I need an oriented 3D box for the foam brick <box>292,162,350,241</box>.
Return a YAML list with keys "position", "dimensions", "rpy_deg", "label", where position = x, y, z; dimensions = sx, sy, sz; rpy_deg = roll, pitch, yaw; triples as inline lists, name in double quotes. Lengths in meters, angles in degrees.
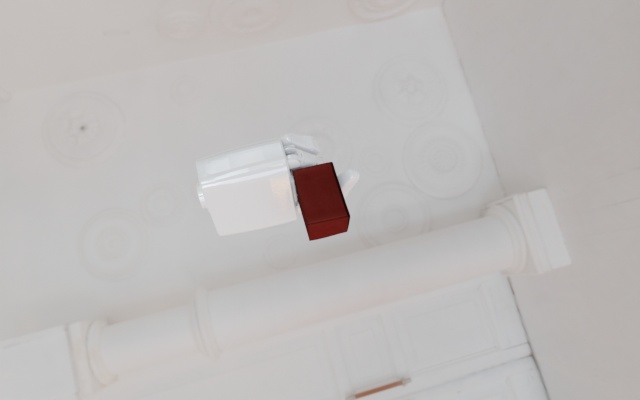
- position: [0.000, 0.002, 0.586]
  dimensions: [0.051, 0.078, 0.053]
  rpy_deg: [-14, -26, -7]
  label: "foam brick"
